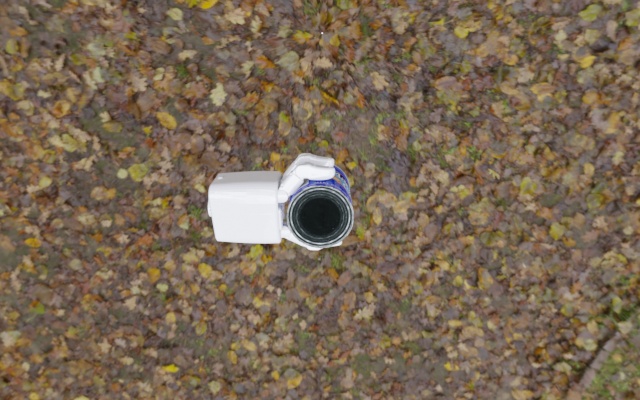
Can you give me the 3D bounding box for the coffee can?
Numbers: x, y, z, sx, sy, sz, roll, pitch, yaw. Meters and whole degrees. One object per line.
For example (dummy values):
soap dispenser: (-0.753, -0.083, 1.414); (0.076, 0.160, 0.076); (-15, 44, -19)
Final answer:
coffee can: (0.000, 0.003, 0.784); (0.103, 0.103, 0.140); (0, 19, 0)
